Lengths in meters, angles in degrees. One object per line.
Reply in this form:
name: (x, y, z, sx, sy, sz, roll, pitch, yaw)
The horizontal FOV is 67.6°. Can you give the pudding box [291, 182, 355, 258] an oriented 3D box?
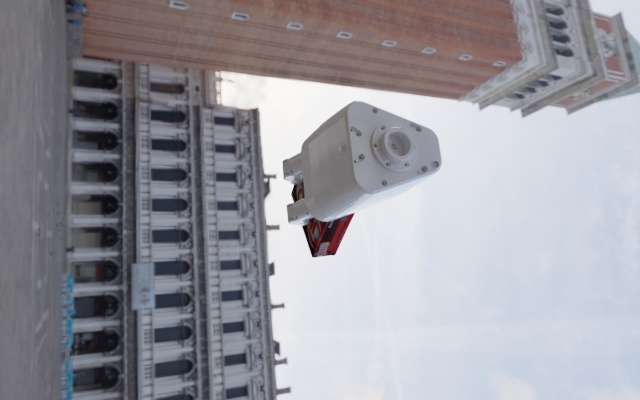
pudding box: (0.000, 0.002, 0.608, 0.039, 0.113, 0.090, -1, -42, -22)
